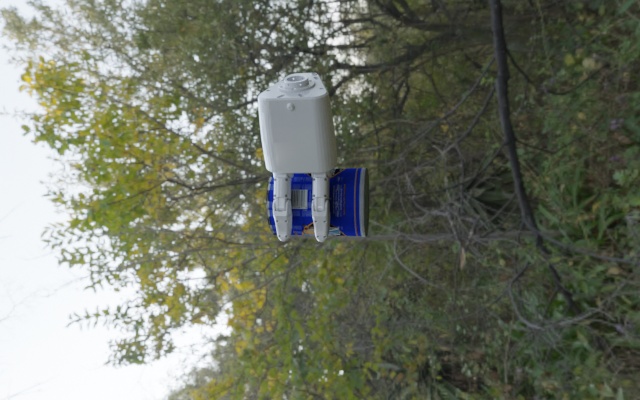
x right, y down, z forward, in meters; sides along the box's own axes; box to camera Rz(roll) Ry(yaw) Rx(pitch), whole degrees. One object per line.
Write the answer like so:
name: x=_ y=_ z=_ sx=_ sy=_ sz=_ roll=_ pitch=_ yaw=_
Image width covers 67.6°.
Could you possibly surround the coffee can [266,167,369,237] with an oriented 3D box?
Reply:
coffee can: x=0.000 y=0.002 z=0.716 sx=0.140 sy=0.103 sz=0.103 roll=0 pitch=0 yaw=10
